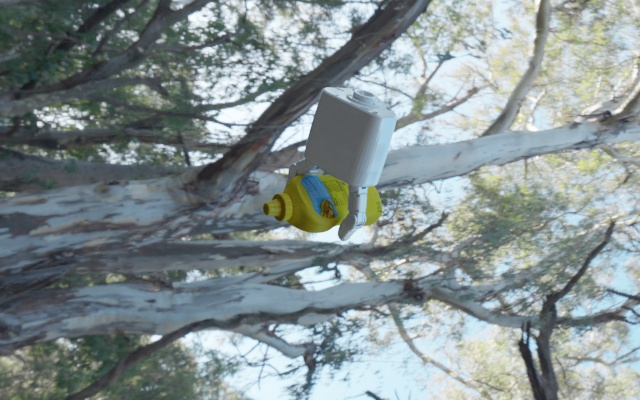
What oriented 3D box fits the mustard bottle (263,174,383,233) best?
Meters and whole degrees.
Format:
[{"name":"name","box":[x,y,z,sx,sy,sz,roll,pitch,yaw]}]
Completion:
[{"name":"mustard bottle","box":[0.000,0.003,0.730,0.191,0.096,0.058,-7,-30,-36]}]
